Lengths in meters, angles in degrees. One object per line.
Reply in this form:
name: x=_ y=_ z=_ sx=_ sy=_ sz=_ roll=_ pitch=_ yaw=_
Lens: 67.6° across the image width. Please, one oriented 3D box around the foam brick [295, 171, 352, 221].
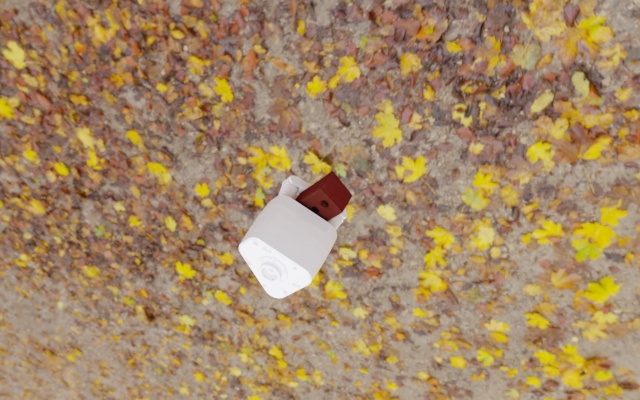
foam brick: x=0.000 y=0.002 z=0.742 sx=0.078 sy=0.053 sz=0.051 roll=-33 pitch=14 yaw=37
